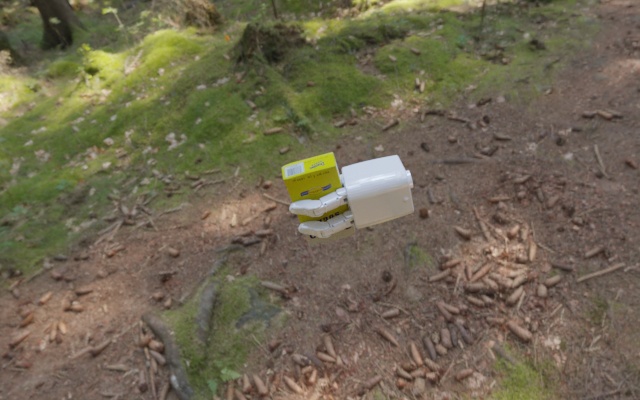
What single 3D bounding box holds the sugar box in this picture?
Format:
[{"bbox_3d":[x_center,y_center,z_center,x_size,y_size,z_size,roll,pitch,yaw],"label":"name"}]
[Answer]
[{"bbox_3d":[0.000,0.003,0.853,0.093,0.176,0.048,-14,41,6],"label":"sugar box"}]
